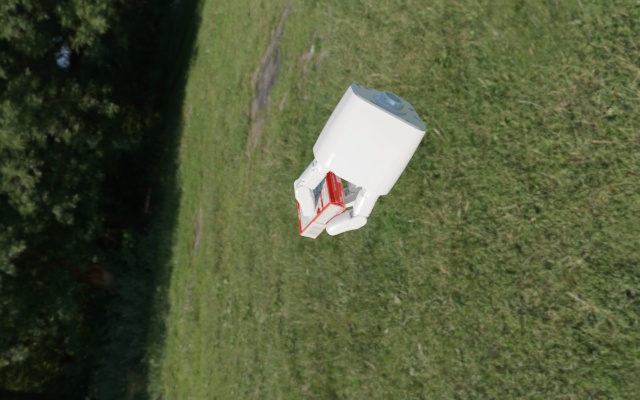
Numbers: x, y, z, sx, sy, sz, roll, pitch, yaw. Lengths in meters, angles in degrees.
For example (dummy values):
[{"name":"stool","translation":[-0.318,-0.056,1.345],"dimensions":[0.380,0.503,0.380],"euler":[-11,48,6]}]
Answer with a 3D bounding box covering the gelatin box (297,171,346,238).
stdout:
[{"name":"gelatin box","translation":[0.000,0.002,0.713],"dimensions":[0.030,0.073,0.089],"euler":[17,-44,-28]}]
